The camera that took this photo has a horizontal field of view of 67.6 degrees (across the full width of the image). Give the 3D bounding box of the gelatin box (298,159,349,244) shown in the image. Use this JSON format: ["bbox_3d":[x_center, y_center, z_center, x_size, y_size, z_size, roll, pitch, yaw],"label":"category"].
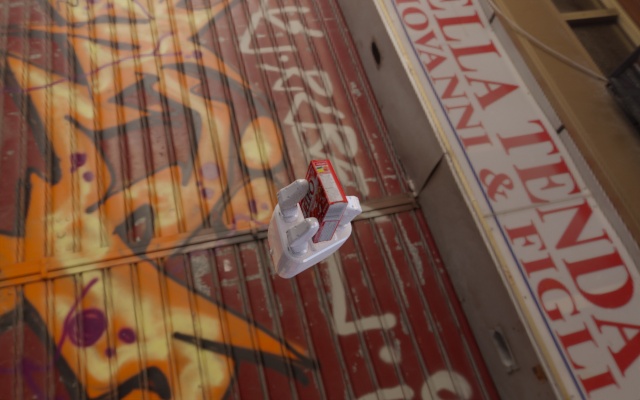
[{"bbox_3d":[0.001,0.002,0.626,0.030,0.073,0.089,-7,-35,-22],"label":"gelatin box"}]
